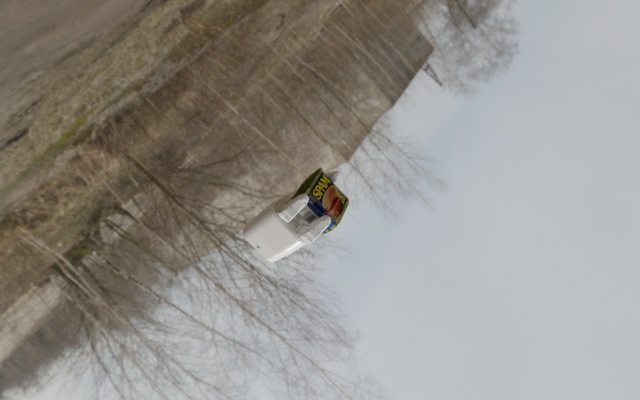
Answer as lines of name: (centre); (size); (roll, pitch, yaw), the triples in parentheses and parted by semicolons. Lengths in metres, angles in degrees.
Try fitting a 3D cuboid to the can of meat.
can of meat: (0.000, 0.003, 0.870); (0.057, 0.084, 0.102); (-36, 15, 35)
